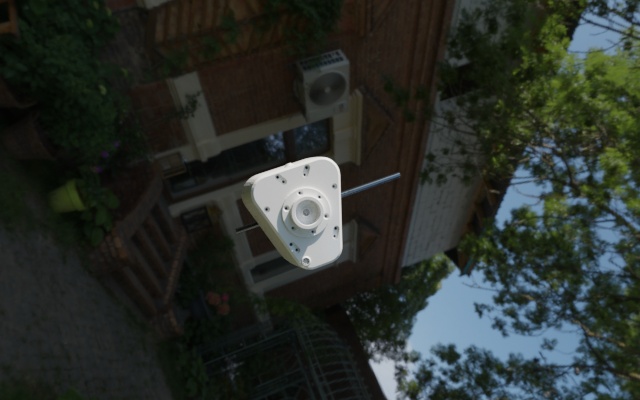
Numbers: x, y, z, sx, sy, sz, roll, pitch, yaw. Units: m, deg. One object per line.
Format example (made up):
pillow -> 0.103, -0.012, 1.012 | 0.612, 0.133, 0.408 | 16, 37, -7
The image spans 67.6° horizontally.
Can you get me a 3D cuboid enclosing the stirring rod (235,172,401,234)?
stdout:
stirring rod -> 0.000, 0.002, 0.652 | 0.239, 0.011, 0.011 | -19, 4, -11
